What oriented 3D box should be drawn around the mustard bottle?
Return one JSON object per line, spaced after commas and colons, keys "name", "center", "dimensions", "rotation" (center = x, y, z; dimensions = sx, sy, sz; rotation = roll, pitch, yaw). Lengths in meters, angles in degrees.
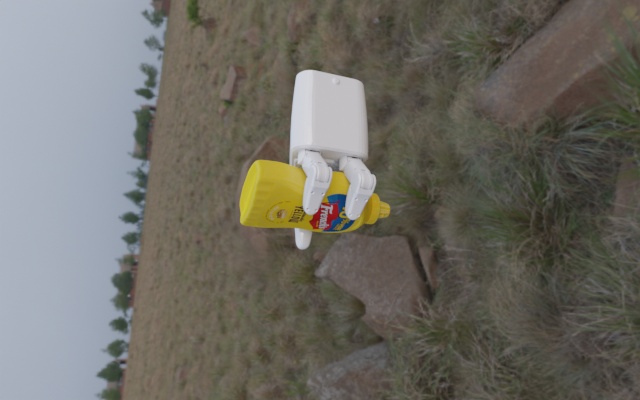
{"name": "mustard bottle", "center": [0.000, 0.002, 0.605], "dimensions": [0.191, 0.058, 0.096], "rotation": [7, -42, -20]}
